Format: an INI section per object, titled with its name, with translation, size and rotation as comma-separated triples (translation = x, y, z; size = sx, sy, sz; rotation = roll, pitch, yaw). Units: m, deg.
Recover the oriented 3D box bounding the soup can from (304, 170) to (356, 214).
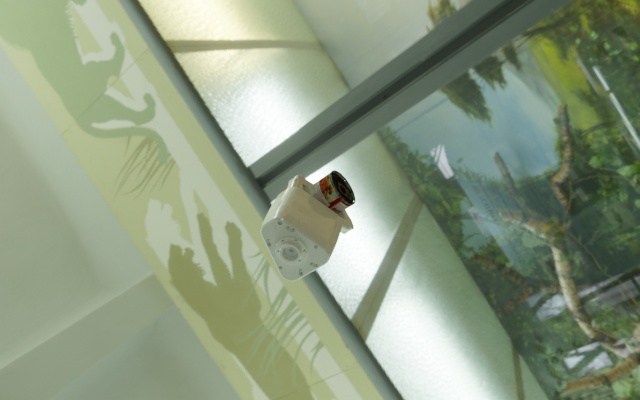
[soup can]
translation = 0.000, 0.003, 0.825
size = 0.102, 0.068, 0.068
rotation = -33, -15, 24
